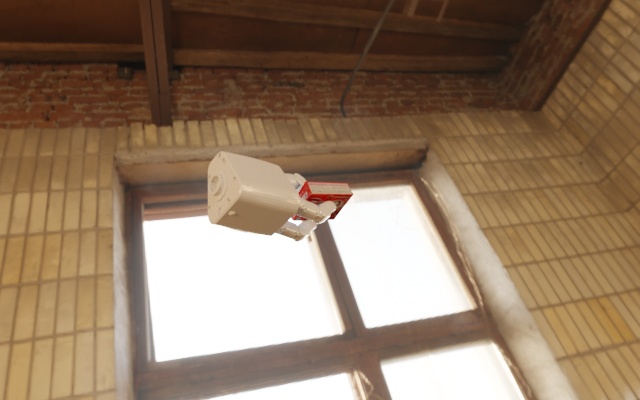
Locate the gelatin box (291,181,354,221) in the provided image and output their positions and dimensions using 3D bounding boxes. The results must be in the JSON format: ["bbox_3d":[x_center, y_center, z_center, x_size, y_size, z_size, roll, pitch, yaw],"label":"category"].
[{"bbox_3d":[0.000,0.002,0.811,0.089,0.030,0.073,0,-38,-34],"label":"gelatin box"}]
